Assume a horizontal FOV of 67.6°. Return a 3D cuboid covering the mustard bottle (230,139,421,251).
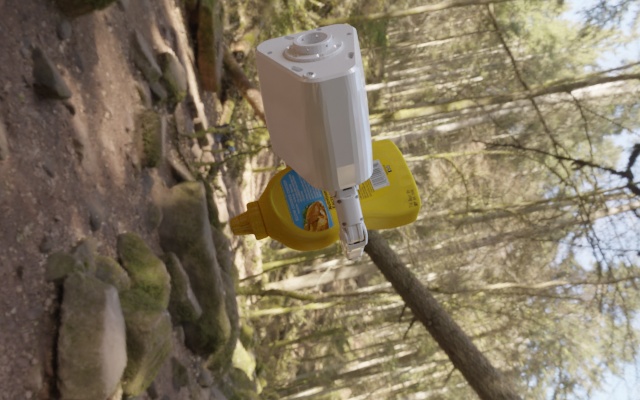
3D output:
[{"bbox_3d":[0.000,0.002,0.502,0.191,0.096,0.058,-16,-27,-7],"label":"mustard bottle"}]
